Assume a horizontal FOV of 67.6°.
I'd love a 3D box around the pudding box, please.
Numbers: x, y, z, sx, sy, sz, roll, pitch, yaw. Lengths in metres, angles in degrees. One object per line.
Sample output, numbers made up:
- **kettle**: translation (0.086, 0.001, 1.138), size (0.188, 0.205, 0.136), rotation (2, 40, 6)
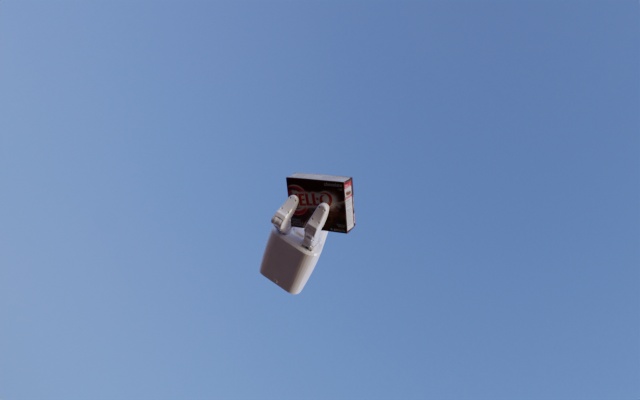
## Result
- **pudding box**: translation (0.000, 0.003, 0.801), size (0.113, 0.090, 0.039), rotation (5, 22, 27)
